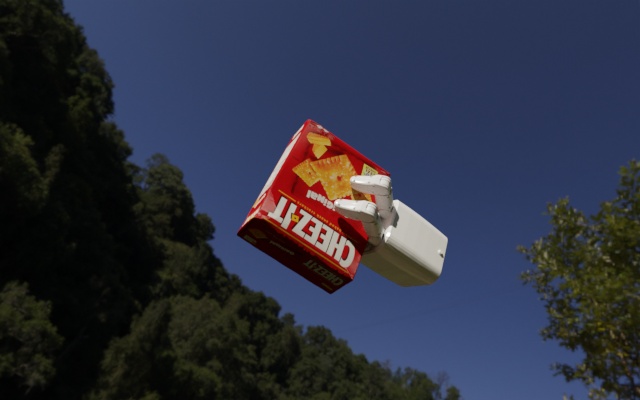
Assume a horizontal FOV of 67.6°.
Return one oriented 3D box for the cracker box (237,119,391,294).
[{"bbox_3d":[0.000,0.002,0.711,0.164,0.213,0.072,34,-39,-11],"label":"cracker box"}]
